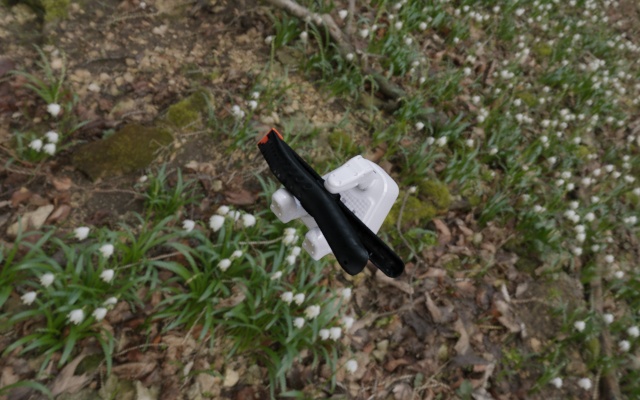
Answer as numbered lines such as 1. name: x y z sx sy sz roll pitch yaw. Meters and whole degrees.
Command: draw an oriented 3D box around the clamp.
1. clamp: 0.000 0.001 0.489 0.036 0.210 0.164 -44 -15 8
